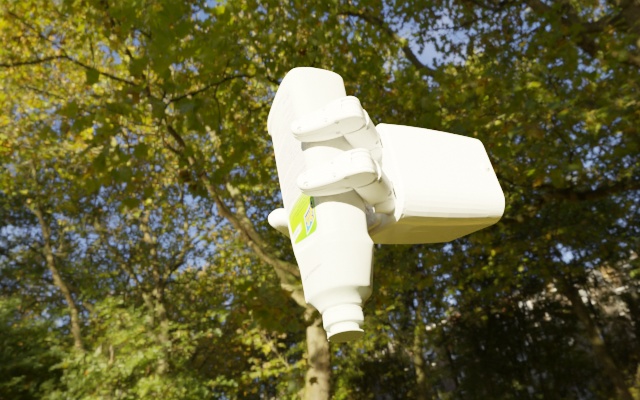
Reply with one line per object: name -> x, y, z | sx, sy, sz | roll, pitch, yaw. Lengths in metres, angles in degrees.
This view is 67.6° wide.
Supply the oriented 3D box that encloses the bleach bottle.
bleach bottle -> 0.000, 0.001, 0.427 | 0.068, 0.250, 0.103 | 4, -35, -19
